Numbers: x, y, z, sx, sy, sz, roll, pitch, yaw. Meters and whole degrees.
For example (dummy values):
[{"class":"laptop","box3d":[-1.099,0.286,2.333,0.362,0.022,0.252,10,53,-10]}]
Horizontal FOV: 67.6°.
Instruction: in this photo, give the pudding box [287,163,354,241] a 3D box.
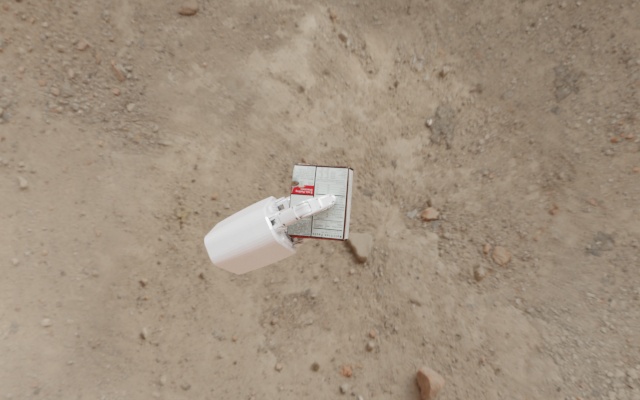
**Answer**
[{"class":"pudding box","box3d":[0.000,0.002,0.722,0.090,0.113,0.039,5,0,12]}]
